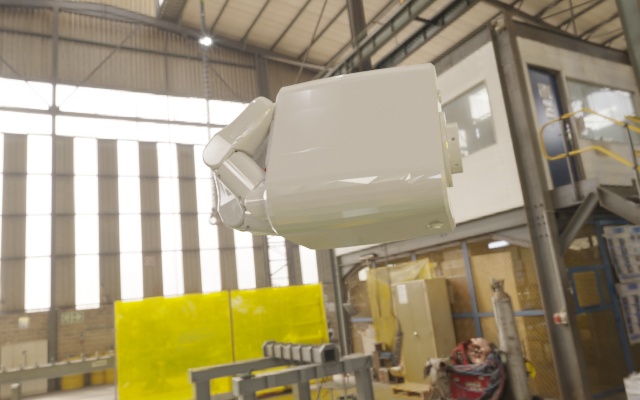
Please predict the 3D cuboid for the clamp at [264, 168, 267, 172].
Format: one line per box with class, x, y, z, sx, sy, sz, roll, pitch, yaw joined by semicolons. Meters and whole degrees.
clamp;0.000;0.001;0.427;0.120;0.039;0.171;-4;-11;17
